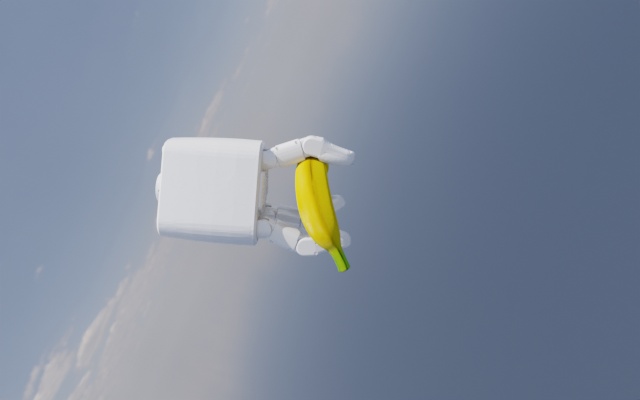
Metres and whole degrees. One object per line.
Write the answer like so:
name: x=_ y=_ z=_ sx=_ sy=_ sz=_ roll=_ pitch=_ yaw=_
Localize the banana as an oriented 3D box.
banana: x=-0.005 y=-0.010 z=0.524 sx=0.037 sy=0.070 sz=0.197 roll=-16 pitch=37 yaw=6
